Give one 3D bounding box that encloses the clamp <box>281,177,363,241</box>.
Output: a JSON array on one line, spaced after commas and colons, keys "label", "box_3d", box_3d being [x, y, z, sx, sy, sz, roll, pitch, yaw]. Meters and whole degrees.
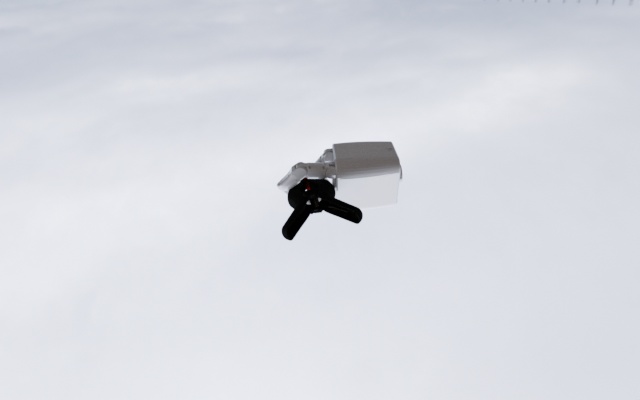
[{"label": "clamp", "box_3d": [0.000, 0.003, 0.753, 0.120, 0.039, 0.171, -4, 31, 0]}]
